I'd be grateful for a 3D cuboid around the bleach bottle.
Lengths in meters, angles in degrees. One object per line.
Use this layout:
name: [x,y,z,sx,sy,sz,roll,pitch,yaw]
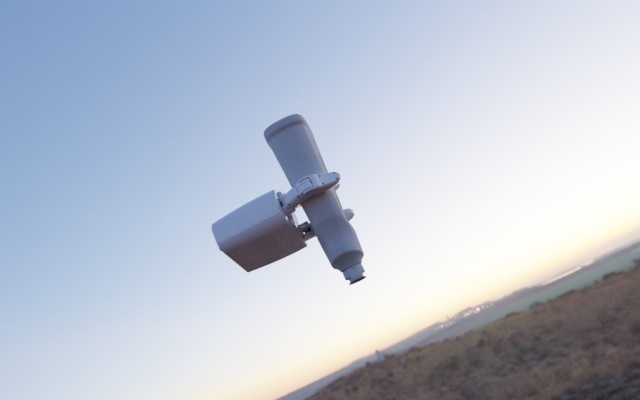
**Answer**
bleach bottle: [0.000,0.002,0.697,0.068,0.250,0.102,-27,-19,5]
